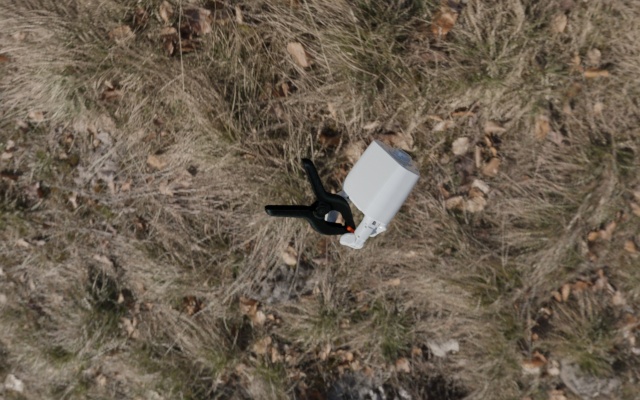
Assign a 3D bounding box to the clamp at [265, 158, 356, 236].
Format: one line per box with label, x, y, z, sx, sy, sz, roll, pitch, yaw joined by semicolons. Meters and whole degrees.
clamp;0.000;0.003;0.849;0.171;0.120;0.039;24;22;-24
